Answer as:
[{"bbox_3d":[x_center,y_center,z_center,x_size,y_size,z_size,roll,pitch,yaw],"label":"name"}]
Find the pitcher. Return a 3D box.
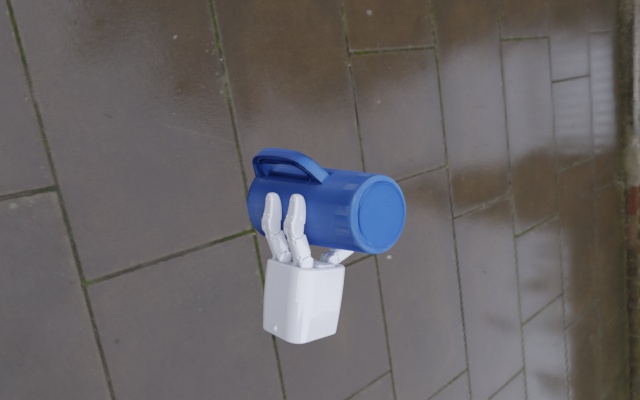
[{"bbox_3d":[0.000,0.003,0.718,0.149,0.145,0.243,7,-1,-40],"label":"pitcher"}]
